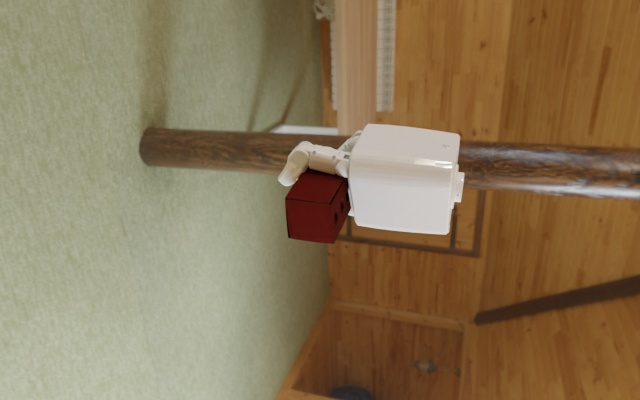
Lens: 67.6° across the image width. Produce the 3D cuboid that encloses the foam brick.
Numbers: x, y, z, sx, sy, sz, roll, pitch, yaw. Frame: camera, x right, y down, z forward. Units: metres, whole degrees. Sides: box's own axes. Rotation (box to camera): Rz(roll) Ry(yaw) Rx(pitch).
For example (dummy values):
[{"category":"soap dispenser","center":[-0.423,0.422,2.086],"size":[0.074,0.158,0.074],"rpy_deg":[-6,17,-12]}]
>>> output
[{"category":"foam brick","center":[0.000,0.002,0.517],"size":[0.051,0.053,0.078],"rpy_deg":[8,36,17]}]
